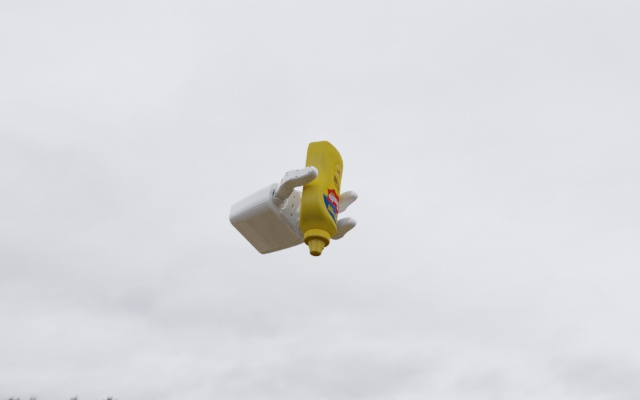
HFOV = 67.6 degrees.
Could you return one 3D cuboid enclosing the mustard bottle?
[{"bbox_3d":[0.000,0.002,0.772,0.058,0.191,0.096,-4,-36,16],"label":"mustard bottle"}]
